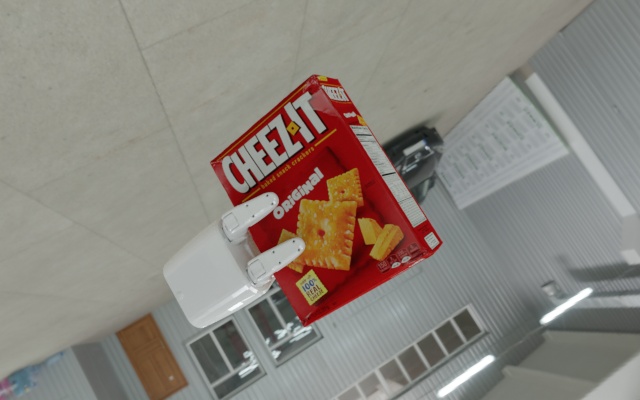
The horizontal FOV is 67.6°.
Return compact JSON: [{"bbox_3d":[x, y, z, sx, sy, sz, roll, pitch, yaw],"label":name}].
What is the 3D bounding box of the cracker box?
[{"bbox_3d":[0.000,0.002,0.513,0.164,0.213,0.072,-35,-8,24],"label":"cracker box"}]
